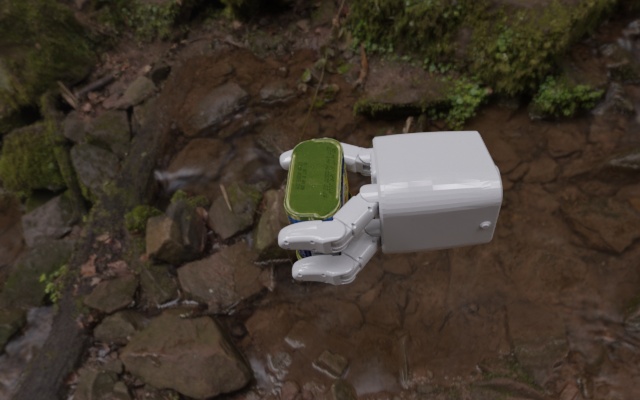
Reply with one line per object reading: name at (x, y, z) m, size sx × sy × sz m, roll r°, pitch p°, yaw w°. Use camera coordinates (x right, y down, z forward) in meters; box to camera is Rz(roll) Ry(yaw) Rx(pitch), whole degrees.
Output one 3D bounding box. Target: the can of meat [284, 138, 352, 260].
can of meat at (0.000, 0.001, 0.474) m, size 0.057 × 0.102 × 0.084 m, roll -2°, pitch -38°, yaw 8°
